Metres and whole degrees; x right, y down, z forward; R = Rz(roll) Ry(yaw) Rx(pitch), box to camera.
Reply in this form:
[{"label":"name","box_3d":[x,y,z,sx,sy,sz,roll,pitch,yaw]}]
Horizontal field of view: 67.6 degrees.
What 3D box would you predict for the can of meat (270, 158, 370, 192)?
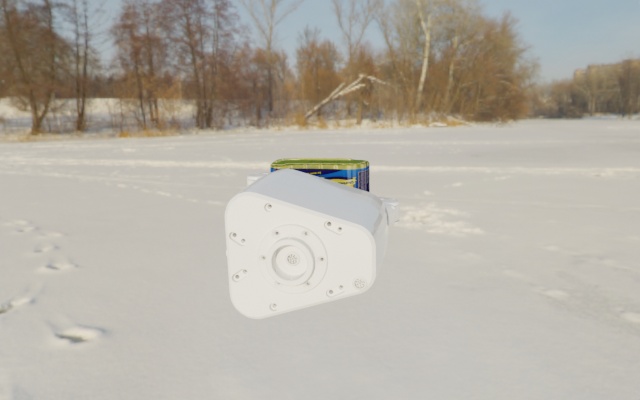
[{"label":"can of meat","box_3d":[0.000,0.001,0.479,0.102,0.084,0.057,1,11,15]}]
